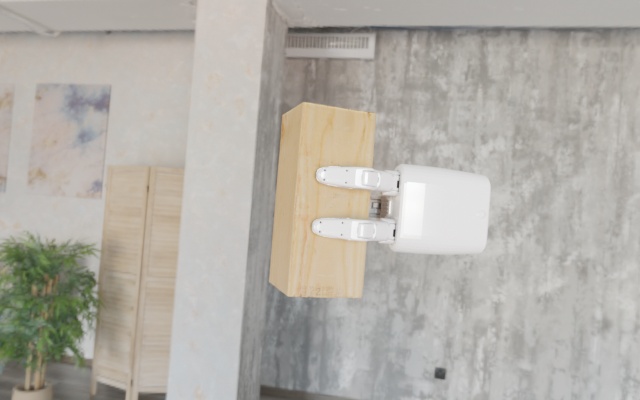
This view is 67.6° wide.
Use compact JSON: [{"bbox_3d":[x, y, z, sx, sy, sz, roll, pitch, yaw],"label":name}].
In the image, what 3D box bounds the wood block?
[{"bbox_3d":[0.000,0.002,0.557,0.090,0.206,0.091,5,-1,-18],"label":"wood block"}]
